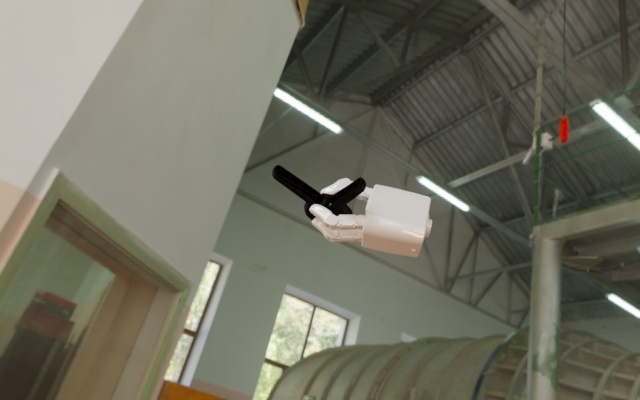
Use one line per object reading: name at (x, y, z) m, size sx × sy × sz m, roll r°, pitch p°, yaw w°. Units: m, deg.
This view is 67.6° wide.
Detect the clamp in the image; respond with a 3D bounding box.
clamp at (0.001, 0.002, 0.879) m, size 0.164 × 0.036 × 0.210 m, roll 14°, pitch -26°, yaw 10°
